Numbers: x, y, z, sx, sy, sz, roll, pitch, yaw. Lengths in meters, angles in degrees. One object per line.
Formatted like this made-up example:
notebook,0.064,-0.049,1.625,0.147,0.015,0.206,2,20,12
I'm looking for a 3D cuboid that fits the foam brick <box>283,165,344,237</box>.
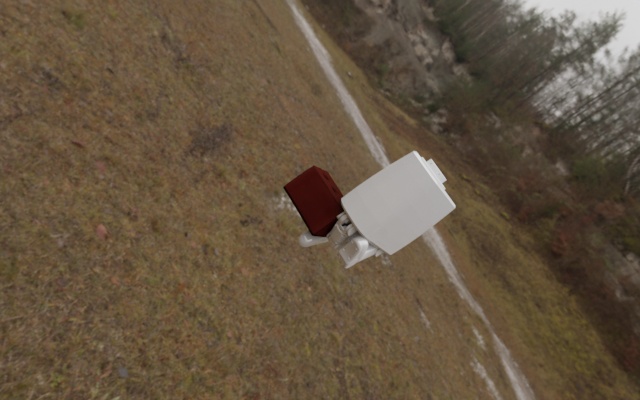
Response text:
foam brick,0.000,0.002,0.619,0.051,0.078,0.053,-37,-18,15
